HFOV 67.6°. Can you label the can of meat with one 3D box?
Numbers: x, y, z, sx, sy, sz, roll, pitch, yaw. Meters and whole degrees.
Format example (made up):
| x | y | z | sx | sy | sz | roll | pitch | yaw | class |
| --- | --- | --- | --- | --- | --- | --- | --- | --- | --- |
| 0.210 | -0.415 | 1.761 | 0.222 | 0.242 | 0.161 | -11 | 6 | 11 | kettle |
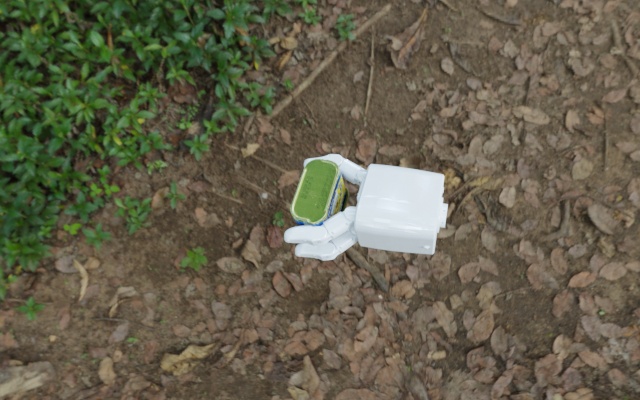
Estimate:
| x | y | z | sx | sy | sz | roll | pitch | yaw | class |
| --- | --- | --- | --- | --- | --- | --- | --- | --- | --- |
| 0.000 | 0.002 | 0.682 | 0.057 | 0.102 | 0.084 | 11 | -22 | 16 | can of meat |
